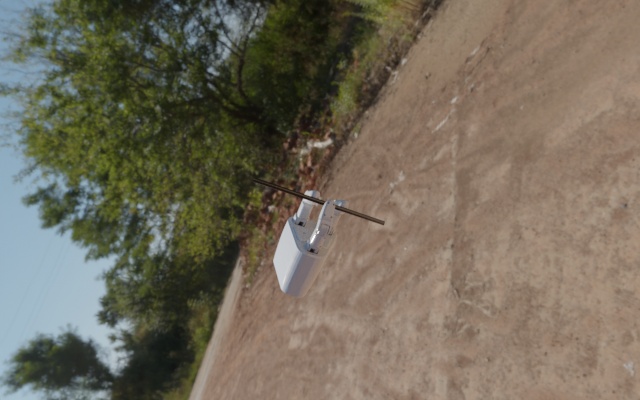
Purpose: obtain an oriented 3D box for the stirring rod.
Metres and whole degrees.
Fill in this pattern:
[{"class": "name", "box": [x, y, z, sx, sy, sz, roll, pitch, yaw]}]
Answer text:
[{"class": "stirring rod", "box": [0.000, 0.003, 0.824, 0.239, 0.011, 0.011, 19, -4, -10]}]
